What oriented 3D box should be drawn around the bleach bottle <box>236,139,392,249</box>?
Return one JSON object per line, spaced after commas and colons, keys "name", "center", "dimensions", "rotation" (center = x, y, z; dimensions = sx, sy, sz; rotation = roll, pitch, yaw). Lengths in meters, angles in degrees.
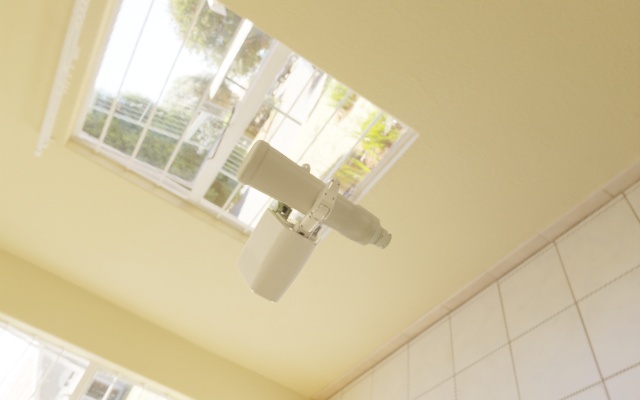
{"name": "bleach bottle", "center": [0.000, 0.002, 0.706], "dimensions": [0.251, 0.068, 0.102], "rotation": [31, 2, -14]}
